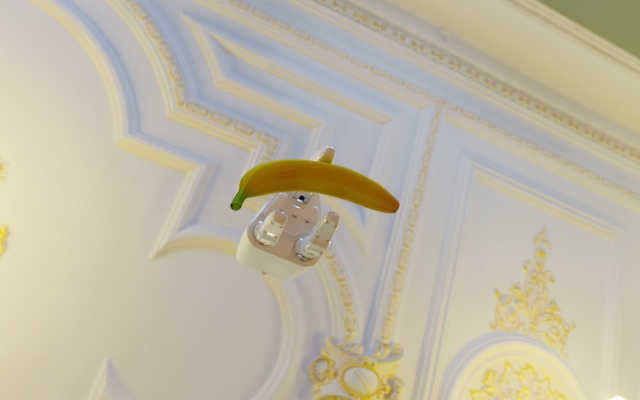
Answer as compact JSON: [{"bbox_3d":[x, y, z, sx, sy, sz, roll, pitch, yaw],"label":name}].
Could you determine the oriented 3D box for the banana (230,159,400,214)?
[{"bbox_3d":[-0.006,-0.015,0.533,0.198,0.069,0.037,0,-28,-22],"label":"banana"}]
